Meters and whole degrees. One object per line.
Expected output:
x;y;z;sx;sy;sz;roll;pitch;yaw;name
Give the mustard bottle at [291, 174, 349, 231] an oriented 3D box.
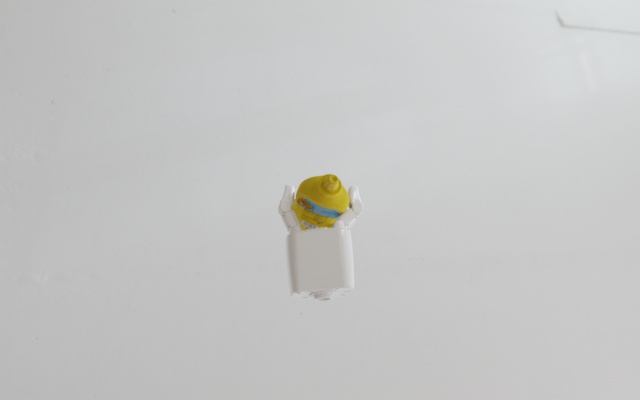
0.000;0.003;0.873;0.096;0.058;0.192;23;-26;-3;mustard bottle
